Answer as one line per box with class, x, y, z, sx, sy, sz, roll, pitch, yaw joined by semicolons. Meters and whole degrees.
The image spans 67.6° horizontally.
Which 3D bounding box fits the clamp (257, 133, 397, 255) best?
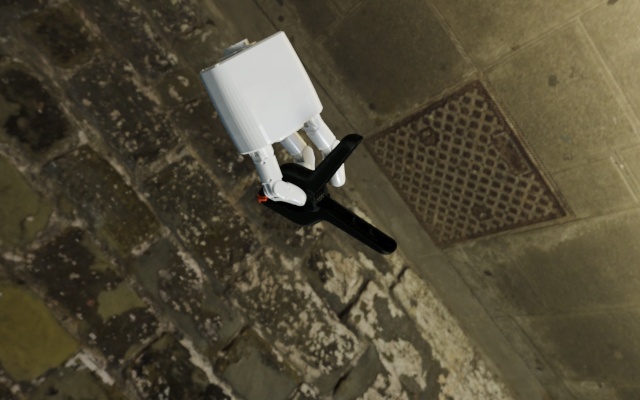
clamp;-0.001;0.002;0.631;0.210;0.165;0.036;-6;27;44
